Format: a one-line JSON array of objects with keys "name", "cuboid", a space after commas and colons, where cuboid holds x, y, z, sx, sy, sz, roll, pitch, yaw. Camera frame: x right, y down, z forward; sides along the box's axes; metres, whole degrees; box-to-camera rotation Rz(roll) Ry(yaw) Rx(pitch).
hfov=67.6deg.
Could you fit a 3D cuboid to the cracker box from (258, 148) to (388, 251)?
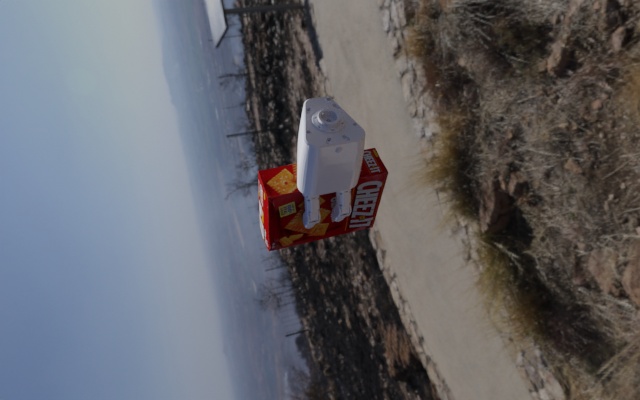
[{"name": "cracker box", "cuboid": [0.000, 0.003, 0.853, 0.213, 0.072, 0.164, -12, -36, -15]}]
